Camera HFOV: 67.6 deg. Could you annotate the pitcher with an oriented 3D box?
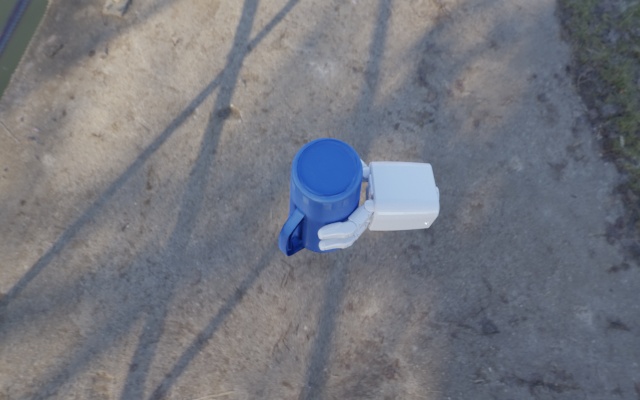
[{"bbox_3d":[0.000,0.003,0.813,0.145,0.149,0.243,1,-21,-1],"label":"pitcher"}]
